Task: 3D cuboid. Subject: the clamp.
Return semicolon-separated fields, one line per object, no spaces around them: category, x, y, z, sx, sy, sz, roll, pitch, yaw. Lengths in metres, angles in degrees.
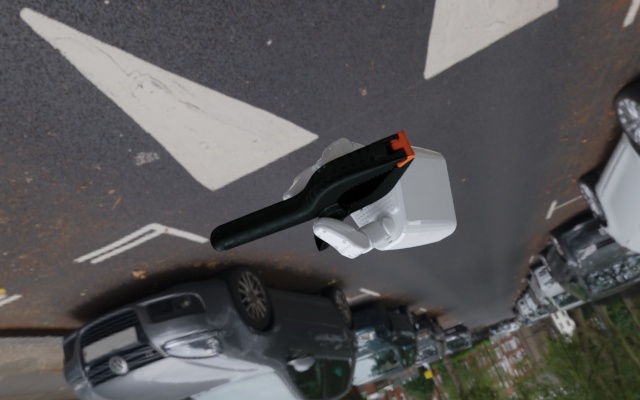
clamp;0.001;0.002;0.469;0.164;0.036;0.210;0;-30;-42
